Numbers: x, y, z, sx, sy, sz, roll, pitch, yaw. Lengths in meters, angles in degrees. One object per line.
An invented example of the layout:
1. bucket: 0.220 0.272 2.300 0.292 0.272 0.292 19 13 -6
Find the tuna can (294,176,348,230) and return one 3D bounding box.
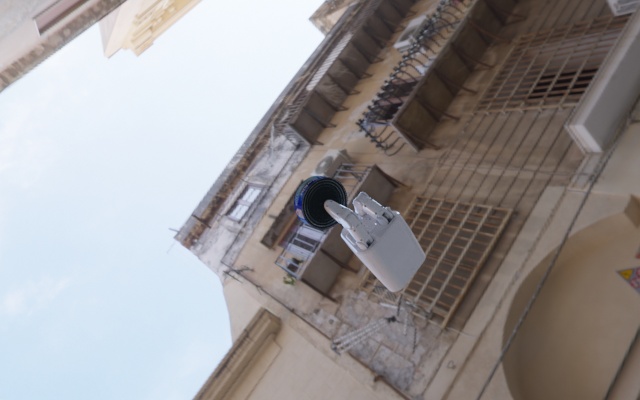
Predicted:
1. tuna can: 0.000 0.002 0.780 0.086 0.086 0.033 0 10 -31
